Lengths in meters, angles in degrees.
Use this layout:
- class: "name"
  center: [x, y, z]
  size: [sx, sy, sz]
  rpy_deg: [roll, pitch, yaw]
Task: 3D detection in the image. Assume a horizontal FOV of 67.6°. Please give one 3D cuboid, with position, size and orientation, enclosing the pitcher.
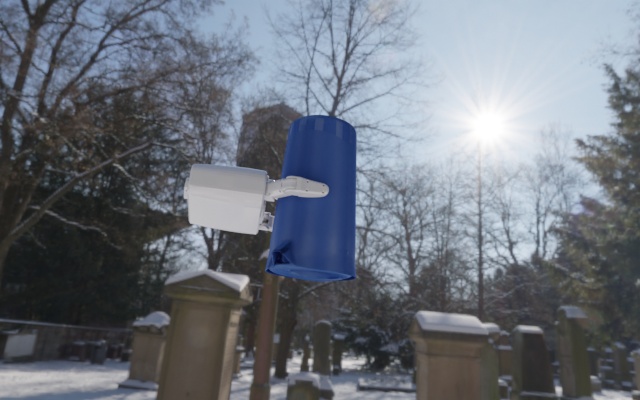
- class: "pitcher"
  center: [0.000, 0.002, 0.736]
  size: [0.145, 0.242, 0.149]
  rpy_deg: [7, -16, -8]
